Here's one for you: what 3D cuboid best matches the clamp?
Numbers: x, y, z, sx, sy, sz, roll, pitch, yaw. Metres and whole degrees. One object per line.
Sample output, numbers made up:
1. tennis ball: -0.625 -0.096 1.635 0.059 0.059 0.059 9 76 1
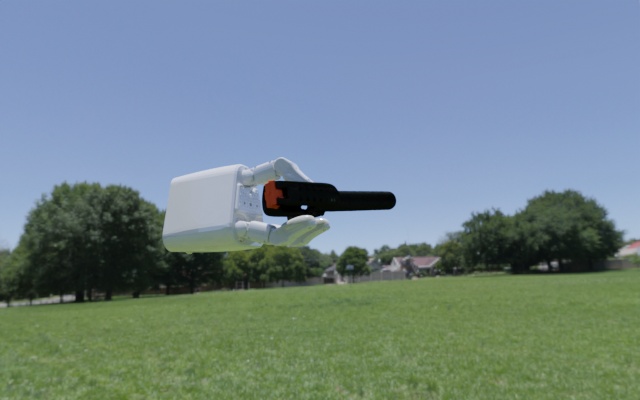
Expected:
1. clamp: 0.000 0.001 0.596 0.164 0.036 0.210 -11 -11 17
